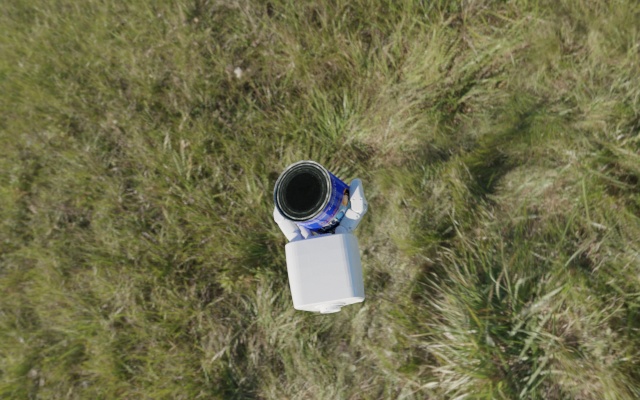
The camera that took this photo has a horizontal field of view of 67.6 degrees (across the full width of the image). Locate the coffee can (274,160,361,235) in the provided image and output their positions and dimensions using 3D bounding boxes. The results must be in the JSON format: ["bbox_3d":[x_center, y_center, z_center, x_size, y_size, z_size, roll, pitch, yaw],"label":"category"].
[{"bbox_3d":[0.000,0.002,0.804,0.103,0.102,0.140,0,-15,26],"label":"coffee can"}]
